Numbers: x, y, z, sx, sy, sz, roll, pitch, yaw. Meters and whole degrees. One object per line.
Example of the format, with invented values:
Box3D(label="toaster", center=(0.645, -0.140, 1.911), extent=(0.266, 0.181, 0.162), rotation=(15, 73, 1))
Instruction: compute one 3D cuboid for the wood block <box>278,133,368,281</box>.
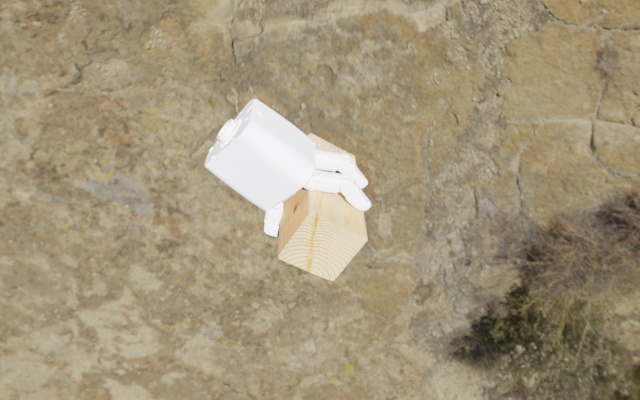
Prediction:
Box3D(label="wood block", center=(0.000, 0.002, 0.700), extent=(0.090, 0.091, 0.206), rotation=(25, 32, -18))
